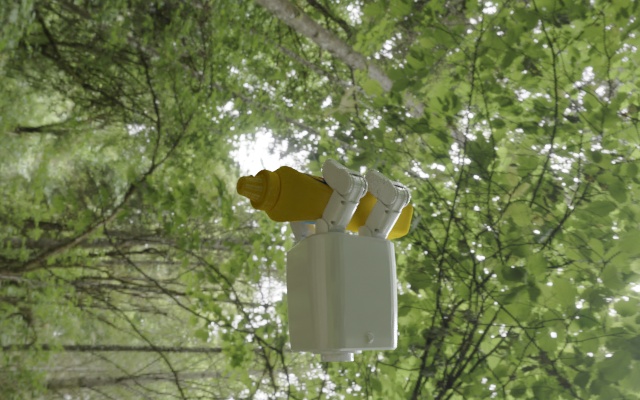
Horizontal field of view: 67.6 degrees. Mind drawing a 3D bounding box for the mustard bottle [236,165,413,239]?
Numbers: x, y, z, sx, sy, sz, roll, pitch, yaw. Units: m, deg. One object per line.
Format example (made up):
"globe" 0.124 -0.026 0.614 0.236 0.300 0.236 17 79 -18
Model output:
"mustard bottle" 0.000 0.001 0.509 0.191 0.058 0.096 11 4 -35
